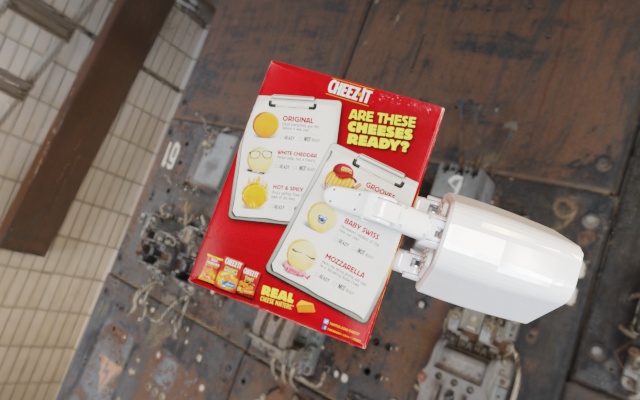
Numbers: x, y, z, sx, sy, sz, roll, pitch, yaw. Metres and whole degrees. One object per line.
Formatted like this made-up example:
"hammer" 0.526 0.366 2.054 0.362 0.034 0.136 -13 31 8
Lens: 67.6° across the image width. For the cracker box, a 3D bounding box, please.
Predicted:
"cracker box" 0.000 0.002 0.438 0.164 0.213 0.072 18 -7 10
